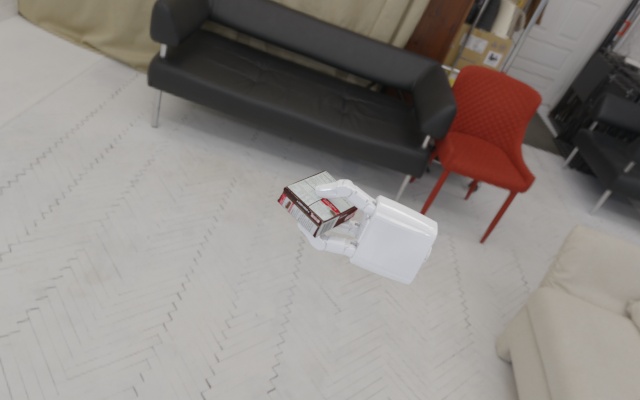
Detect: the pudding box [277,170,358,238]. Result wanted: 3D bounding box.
[{"bbox_3d":[0.000,0.002,0.779,0.090,0.039,0.113,42,36,19],"label":"pudding box"}]
